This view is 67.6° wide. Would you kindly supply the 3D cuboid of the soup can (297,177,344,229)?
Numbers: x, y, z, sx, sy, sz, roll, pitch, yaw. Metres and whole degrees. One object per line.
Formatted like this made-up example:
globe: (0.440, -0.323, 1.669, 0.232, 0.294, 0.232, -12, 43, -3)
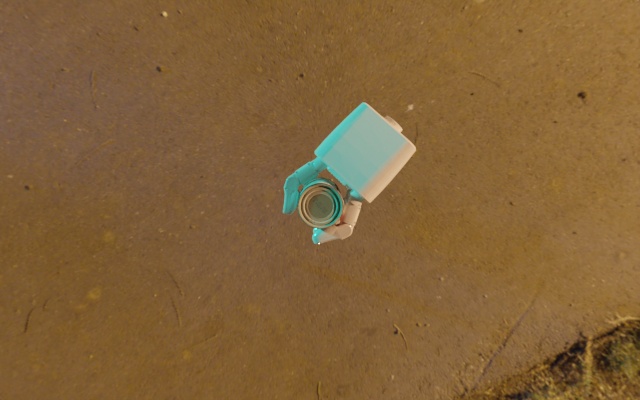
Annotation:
soup can: (0.000, 0.003, 0.725, 0.068, 0.068, 0.102, 0, 7, 0)
